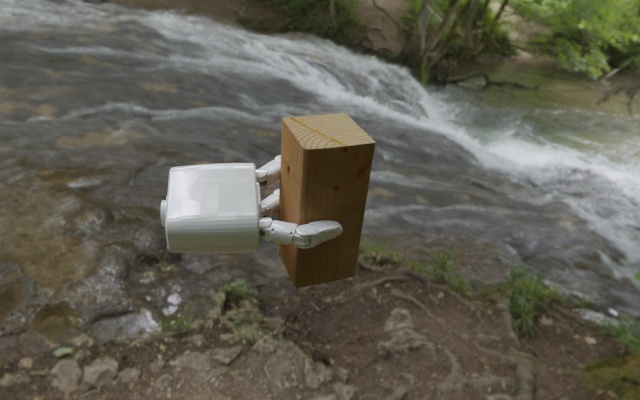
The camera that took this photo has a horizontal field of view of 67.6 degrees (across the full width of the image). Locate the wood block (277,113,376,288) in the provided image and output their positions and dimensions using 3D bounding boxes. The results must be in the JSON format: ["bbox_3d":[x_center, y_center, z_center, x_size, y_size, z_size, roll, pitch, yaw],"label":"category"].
[{"bbox_3d":[0.000,0.002,0.624,0.090,0.206,0.090,-8,35,-20],"label":"wood block"}]
